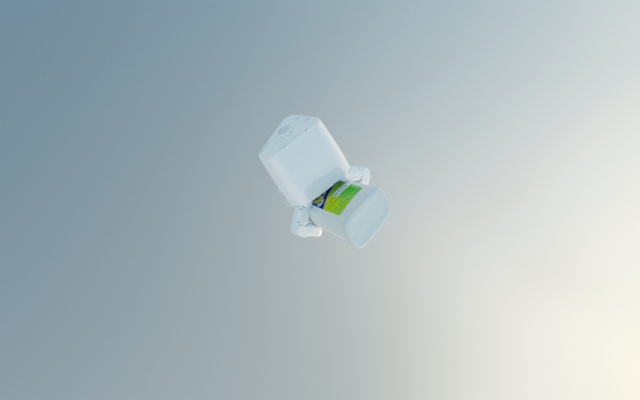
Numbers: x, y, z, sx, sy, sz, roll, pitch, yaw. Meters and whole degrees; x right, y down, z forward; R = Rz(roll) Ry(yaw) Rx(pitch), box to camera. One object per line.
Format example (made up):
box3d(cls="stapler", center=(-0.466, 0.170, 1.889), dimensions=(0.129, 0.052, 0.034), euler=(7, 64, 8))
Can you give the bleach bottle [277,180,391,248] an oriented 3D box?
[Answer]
box3d(cls="bleach bottle", center=(0.000, 0.003, 0.841), dimensions=(0.251, 0.102, 0.068), euler=(17, -32, 49))
